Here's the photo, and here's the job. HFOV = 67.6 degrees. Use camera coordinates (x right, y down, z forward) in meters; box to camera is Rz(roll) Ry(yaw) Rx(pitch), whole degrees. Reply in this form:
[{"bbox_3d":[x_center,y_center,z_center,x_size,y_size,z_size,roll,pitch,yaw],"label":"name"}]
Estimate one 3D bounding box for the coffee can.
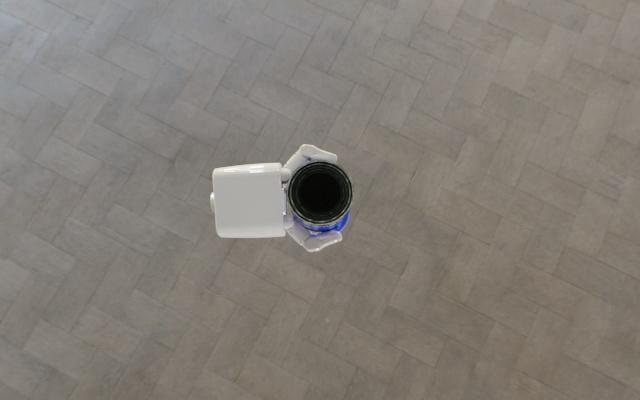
[{"bbox_3d":[0.000,0.003,0.776,0.103,0.102,0.140,0,-12,0],"label":"coffee can"}]
